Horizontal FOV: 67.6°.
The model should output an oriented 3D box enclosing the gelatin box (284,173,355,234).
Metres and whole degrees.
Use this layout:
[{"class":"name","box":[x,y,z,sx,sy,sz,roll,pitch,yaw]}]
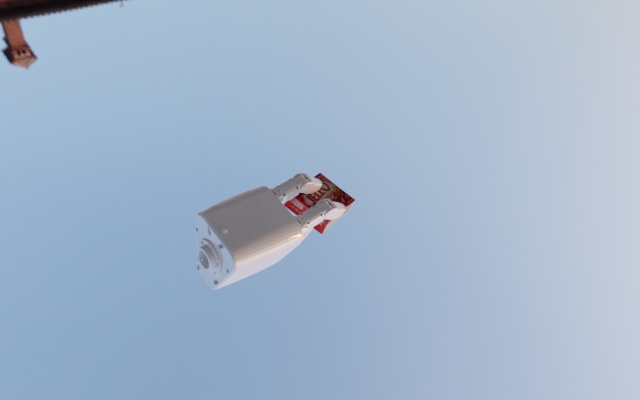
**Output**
[{"class":"gelatin box","box":[0.000,0.003,0.723,0.073,0.030,0.089,38,38,13]}]
